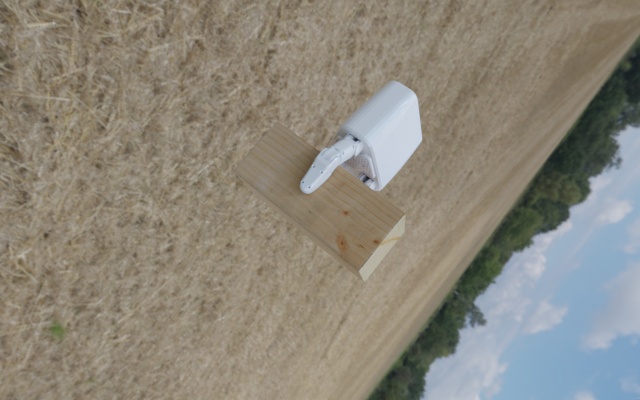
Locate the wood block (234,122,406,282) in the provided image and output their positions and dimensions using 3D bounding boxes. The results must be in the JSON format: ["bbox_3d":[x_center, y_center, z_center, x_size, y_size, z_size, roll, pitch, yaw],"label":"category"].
[{"bbox_3d":[0.000,0.002,0.622,0.206,0.090,0.091,37,-10,18],"label":"wood block"}]
